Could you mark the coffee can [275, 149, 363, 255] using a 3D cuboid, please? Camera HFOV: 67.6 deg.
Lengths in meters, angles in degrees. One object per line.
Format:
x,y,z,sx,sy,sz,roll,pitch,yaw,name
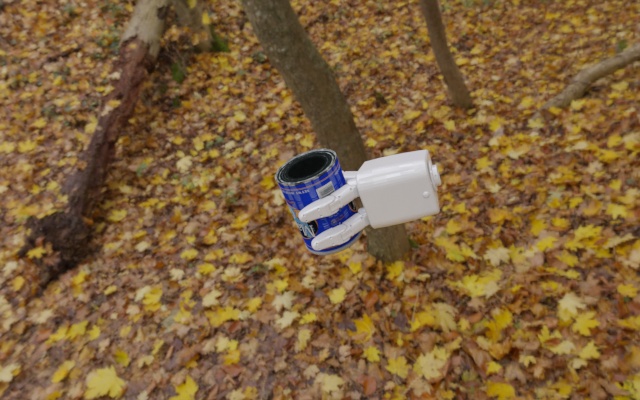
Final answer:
0.000,0.003,0.772,0.103,0.140,0.102,-17,29,10,coffee can
